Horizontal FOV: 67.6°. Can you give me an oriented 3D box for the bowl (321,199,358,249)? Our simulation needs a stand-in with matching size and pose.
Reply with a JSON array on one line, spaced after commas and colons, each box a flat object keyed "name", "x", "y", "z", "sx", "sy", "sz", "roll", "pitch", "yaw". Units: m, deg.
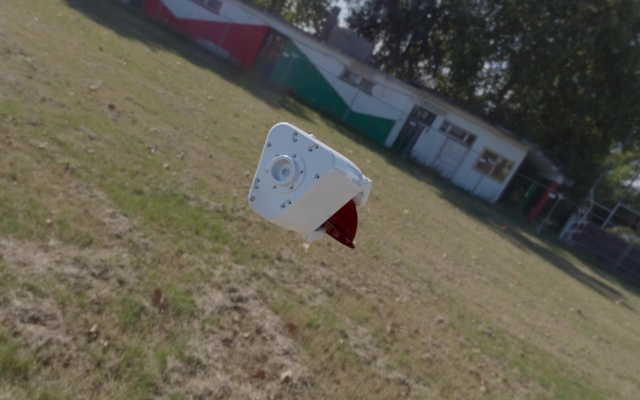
[{"name": "bowl", "x": 0.000, "y": 0.002, "z": 0.709, "sx": 0.162, "sy": 0.055, "sz": 0.162, "roll": 37, "pitch": -8, "yaw": 6}]
